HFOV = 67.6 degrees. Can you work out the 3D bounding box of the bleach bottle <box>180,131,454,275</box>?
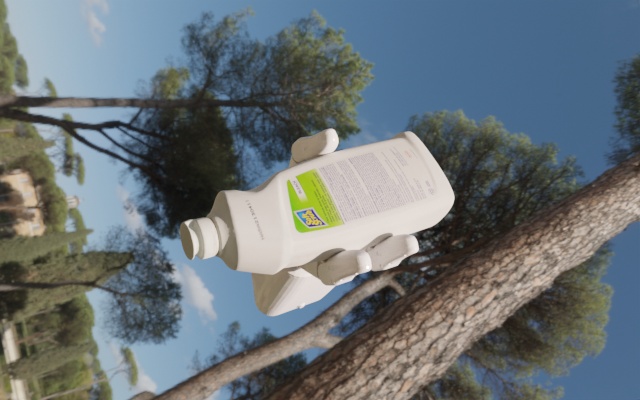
[{"bbox_3d":[0.000,0.001,0.424,0.251,0.102,0.068,-12,-30,-33],"label":"bleach bottle"}]
